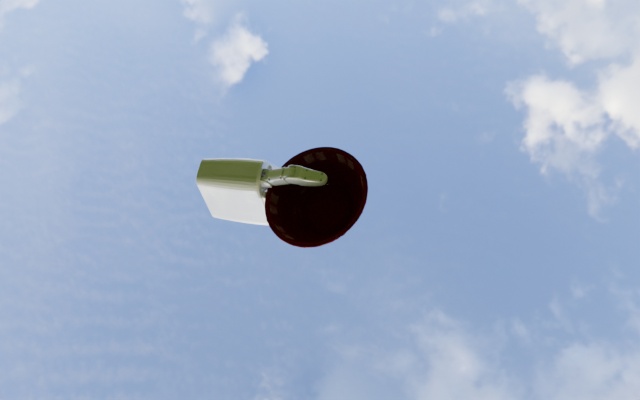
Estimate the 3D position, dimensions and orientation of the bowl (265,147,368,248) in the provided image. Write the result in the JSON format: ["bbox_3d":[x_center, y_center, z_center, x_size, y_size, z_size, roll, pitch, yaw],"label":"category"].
[{"bbox_3d":[0.001,0.003,0.713,0.162,0.162,0.055,0,-24,23],"label":"bowl"}]
